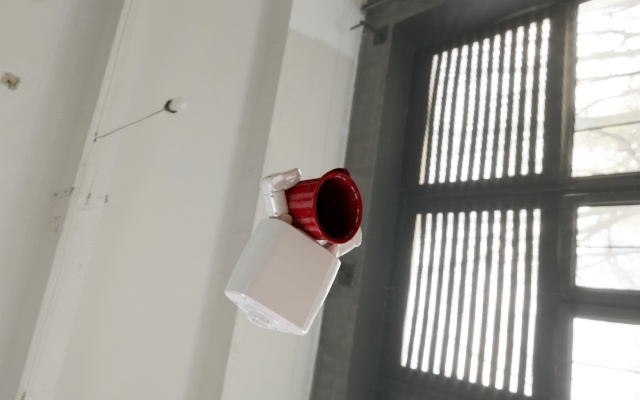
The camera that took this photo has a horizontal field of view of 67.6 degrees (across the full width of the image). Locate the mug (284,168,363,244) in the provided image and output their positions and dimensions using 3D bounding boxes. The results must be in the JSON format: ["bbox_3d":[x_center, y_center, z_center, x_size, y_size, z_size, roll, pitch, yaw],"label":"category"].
[{"bbox_3d":[0.000,0.001,0.638,0.081,0.117,0.093,-5,-41,45],"label":"mug"}]
